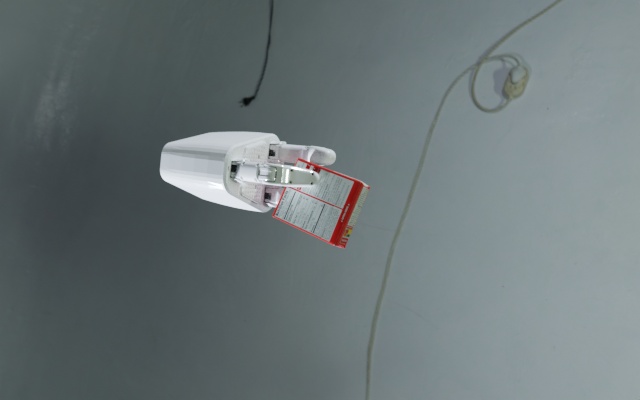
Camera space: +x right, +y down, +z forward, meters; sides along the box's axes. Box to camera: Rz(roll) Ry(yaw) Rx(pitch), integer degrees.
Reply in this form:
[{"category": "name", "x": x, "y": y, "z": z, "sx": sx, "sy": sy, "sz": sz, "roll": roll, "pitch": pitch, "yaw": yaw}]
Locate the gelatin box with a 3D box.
[{"category": "gelatin box", "x": 0.000, "y": 0.002, "z": 0.525, "sx": 0.089, "sy": 0.073, "sz": 0.030, "roll": 23, "pitch": 0, "yaw": 30}]
